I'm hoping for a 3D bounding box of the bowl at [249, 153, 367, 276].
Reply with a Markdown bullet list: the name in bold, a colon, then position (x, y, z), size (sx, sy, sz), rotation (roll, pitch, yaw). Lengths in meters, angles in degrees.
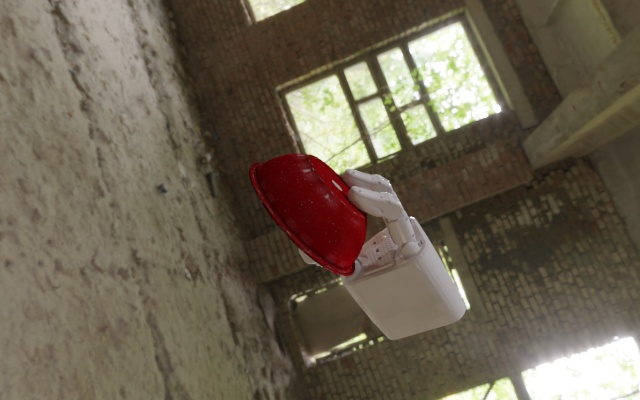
- **bowl**: position (0.000, 0.001, 0.514), size (0.055, 0.162, 0.162), rotation (-43, -13, 14)
